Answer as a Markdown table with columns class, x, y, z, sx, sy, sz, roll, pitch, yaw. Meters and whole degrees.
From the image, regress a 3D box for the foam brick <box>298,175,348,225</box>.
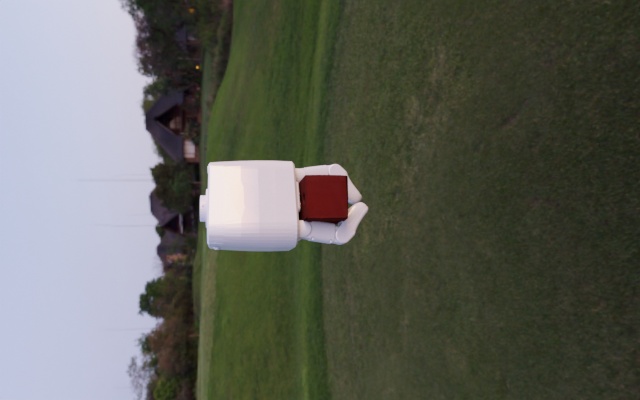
| class | x | y | z | sx | sy | sz | roll | pitch | yaw |
| --- | --- | --- | --- | --- | --- | --- | --- | --- | --- |
| foam brick | 0.000 | 0.002 | 0.588 | 0.051 | 0.053 | 0.078 | 1 | -10 | -11 |
